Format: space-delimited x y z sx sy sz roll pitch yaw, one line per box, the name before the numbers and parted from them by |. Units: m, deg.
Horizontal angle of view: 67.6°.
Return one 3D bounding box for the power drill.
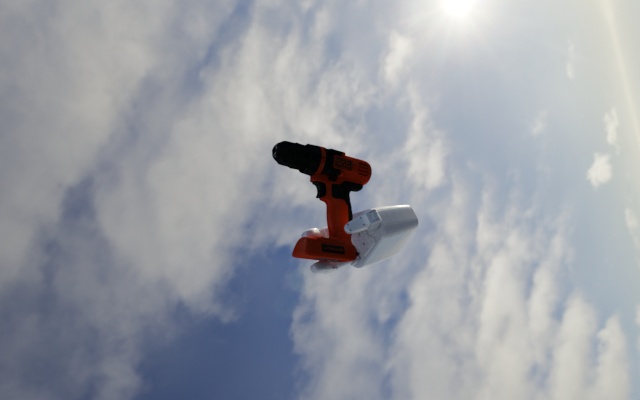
power drill | 0.000 0.003 0.782 0.184 0.187 0.057 11 -14 -27
